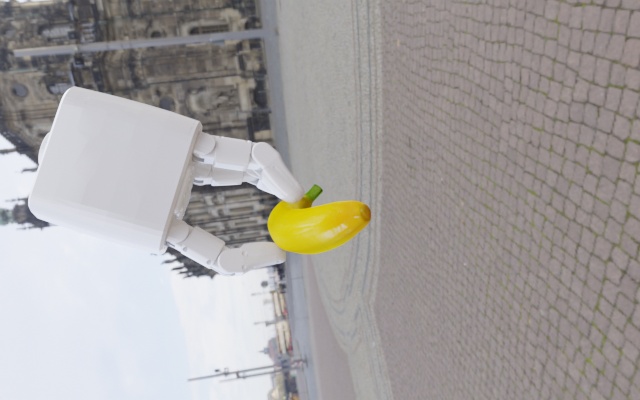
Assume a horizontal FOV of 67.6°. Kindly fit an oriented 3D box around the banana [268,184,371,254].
[{"bbox_3d":[-0.013,0.015,0.410,0.037,0.069,0.198,42,-2,-14],"label":"banana"}]
